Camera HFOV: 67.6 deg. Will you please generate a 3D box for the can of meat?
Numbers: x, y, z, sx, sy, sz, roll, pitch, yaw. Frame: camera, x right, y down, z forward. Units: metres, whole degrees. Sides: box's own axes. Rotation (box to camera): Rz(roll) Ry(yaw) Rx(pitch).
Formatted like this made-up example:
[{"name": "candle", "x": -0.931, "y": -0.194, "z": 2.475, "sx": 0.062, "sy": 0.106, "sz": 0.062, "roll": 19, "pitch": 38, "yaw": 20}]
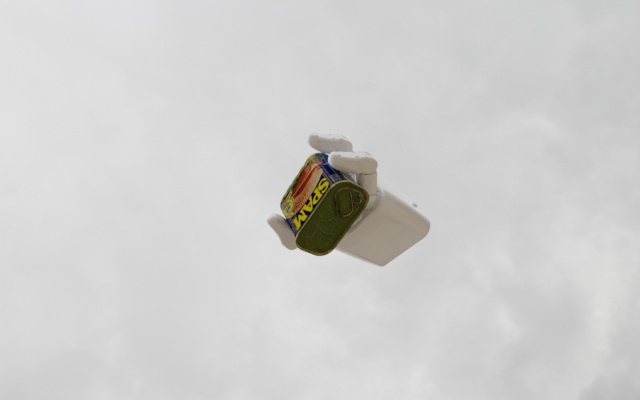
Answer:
[{"name": "can of meat", "x": 0.000, "y": 0.002, "z": 0.587, "sx": 0.057, "sy": 0.102, "sz": 0.084, "roll": 24, "pitch": 19, "yaw": -33}]
